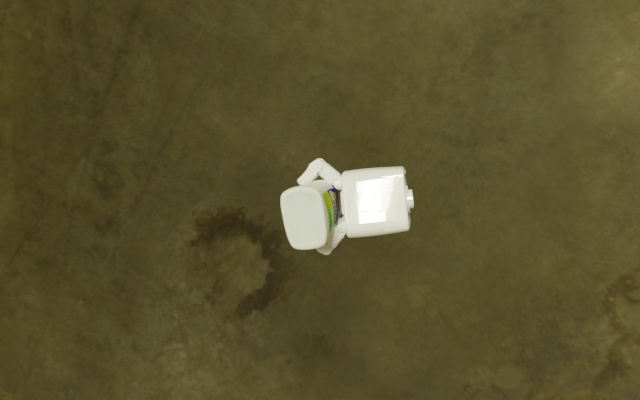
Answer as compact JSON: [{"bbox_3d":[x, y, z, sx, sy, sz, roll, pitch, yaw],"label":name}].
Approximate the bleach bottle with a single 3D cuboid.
[{"bbox_3d":[0.000,0.003,0.834,0.068,0.102,0.250,-6,11,13],"label":"bleach bottle"}]
